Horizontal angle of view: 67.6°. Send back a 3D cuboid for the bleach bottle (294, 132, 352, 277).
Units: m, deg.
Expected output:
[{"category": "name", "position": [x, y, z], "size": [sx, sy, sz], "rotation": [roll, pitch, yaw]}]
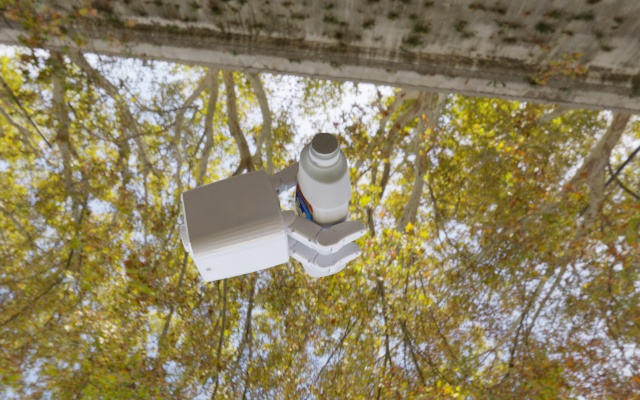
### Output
[{"category": "bleach bottle", "position": [0.000, 0.002, 0.587], "size": [0.068, 0.102, 0.251], "rotation": [-15, -30, -10]}]
